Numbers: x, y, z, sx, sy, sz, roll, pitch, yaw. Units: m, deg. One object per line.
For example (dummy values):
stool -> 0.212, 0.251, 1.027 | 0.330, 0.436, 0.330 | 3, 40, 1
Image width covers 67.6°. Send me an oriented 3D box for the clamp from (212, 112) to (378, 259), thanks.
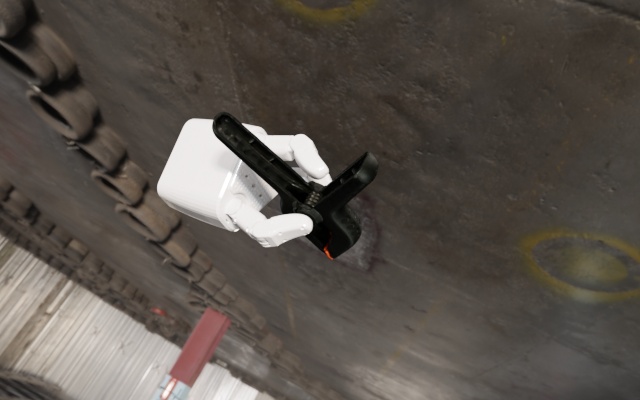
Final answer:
clamp -> 0.000, 0.002, 0.471 | 0.164, 0.036, 0.210 | 16, -28, 32
